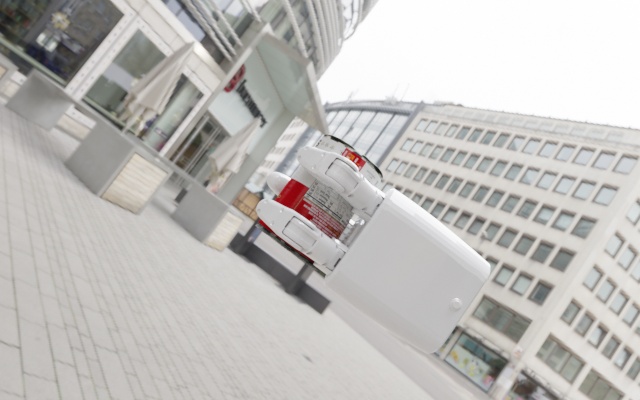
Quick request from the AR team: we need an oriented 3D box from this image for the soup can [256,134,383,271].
[{"bbox_3d":[0.000,0.001,0.423,0.068,0.102,0.068,36,-5,4],"label":"soup can"}]
